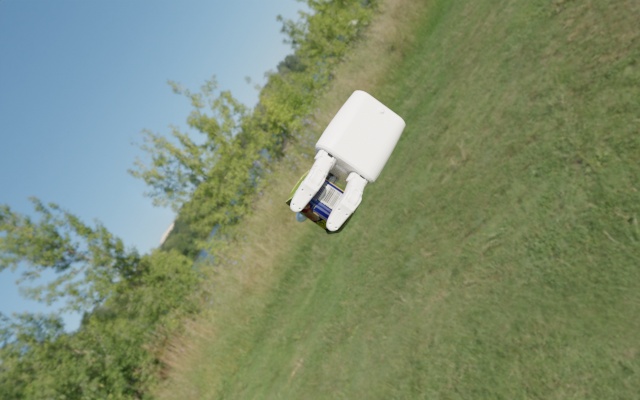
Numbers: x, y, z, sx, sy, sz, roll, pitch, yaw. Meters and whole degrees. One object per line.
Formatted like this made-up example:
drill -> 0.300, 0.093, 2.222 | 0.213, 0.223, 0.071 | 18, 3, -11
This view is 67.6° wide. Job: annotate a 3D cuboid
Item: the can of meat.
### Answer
can of meat -> 0.000, 0.002, 0.698 | 0.084, 0.057, 0.102 | 34, -11, -7
